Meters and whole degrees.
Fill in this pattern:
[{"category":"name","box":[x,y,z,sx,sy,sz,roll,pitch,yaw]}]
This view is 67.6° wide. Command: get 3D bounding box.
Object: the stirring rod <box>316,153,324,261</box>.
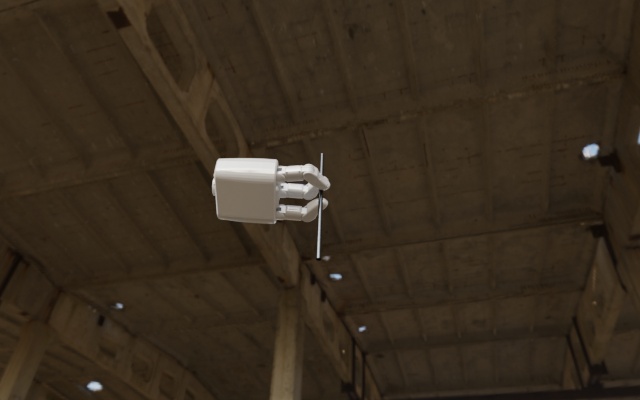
[{"category":"stirring rod","box":[0.000,0.003,0.830,0.011,0.239,0.011,1,-42,1]}]
